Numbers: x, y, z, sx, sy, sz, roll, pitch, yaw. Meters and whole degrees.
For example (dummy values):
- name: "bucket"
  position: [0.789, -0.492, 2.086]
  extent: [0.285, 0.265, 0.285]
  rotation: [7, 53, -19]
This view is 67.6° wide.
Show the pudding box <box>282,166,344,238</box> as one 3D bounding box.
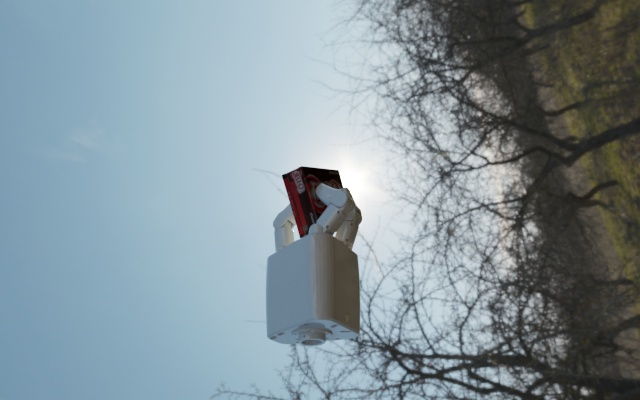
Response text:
- name: "pudding box"
  position: [0.000, 0.002, 0.656]
  extent: [0.039, 0.090, 0.113]
  rotation: [-19, -8, 25]
